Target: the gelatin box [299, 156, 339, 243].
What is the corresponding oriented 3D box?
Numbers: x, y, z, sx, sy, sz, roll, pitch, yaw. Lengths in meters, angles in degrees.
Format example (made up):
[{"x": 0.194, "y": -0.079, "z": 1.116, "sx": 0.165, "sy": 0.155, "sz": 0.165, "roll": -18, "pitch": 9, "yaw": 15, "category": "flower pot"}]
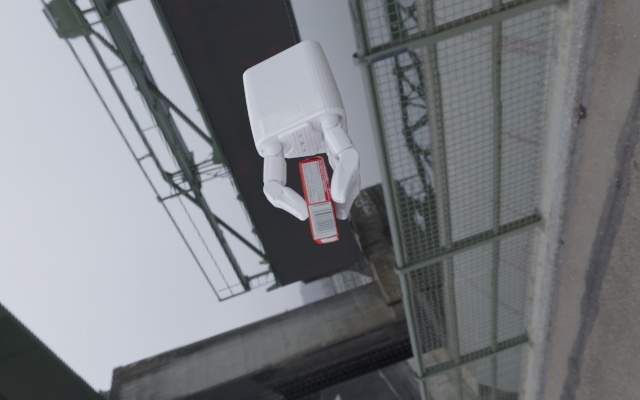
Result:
[{"x": 0.000, "y": 0.002, "z": 0.540, "sx": 0.030, "sy": 0.089, "sz": 0.073, "roll": -11, "pitch": -9, "yaw": 1, "category": "gelatin box"}]
